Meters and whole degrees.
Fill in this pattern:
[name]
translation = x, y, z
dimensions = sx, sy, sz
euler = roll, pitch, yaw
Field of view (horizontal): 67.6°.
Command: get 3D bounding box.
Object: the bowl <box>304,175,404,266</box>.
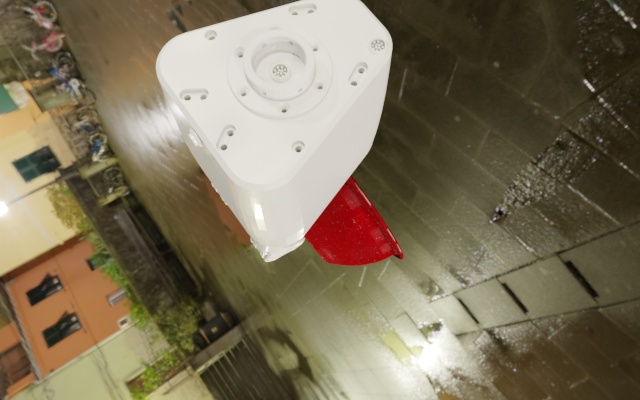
[bowl]
translation = 0.000, 0.002, 0.413
dimensions = 0.055, 0.162, 0.162
euler = -38, 1, -1
